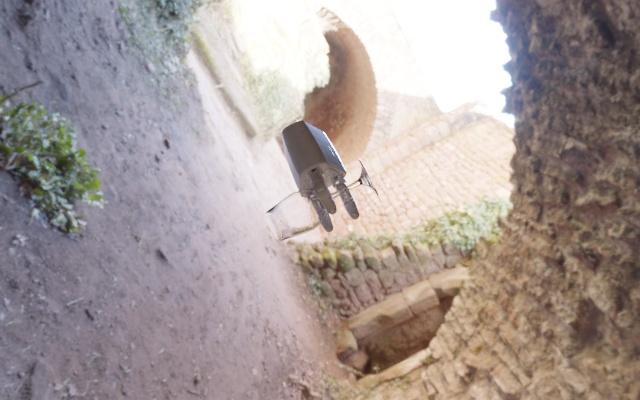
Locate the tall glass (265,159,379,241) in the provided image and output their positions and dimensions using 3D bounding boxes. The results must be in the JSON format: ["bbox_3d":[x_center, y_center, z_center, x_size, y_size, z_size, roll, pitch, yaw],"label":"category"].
[{"bbox_3d":[0.001,0.003,0.874,0.201,0.079,0.079,-28,-3,6],"label":"tall glass"}]
